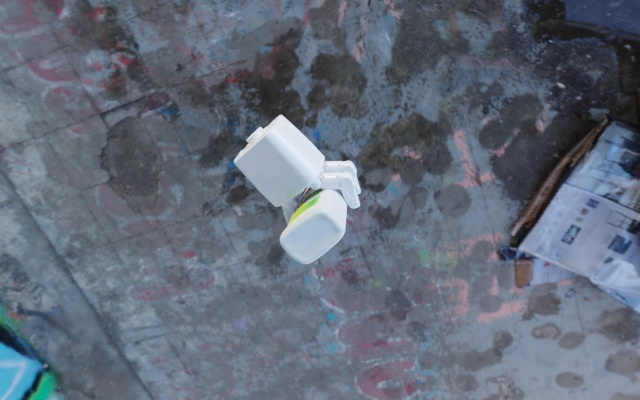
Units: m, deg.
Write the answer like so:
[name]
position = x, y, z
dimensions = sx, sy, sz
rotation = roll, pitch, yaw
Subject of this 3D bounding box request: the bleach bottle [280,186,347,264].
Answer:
[bleach bottle]
position = 0.000, 0.003, 0.823
dimensions = 0.102, 0.068, 0.250
rotation = -39, 15, 20
